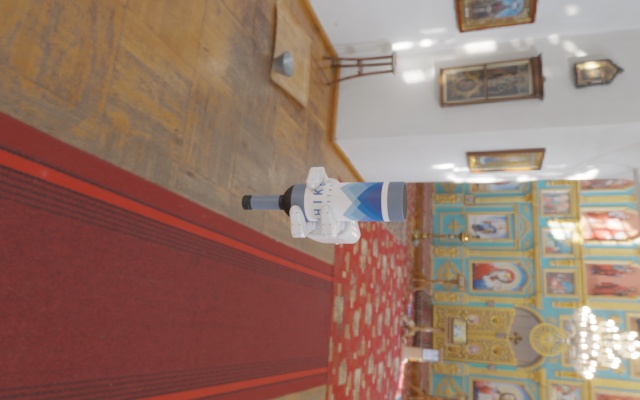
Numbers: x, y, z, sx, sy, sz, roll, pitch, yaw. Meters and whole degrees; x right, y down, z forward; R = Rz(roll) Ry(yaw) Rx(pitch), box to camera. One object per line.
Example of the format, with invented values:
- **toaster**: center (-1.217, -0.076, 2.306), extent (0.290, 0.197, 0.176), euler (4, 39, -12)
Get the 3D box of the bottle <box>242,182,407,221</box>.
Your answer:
- **bottle**: center (0.000, 0.003, 0.838), extent (0.296, 0.069, 0.069), euler (0, 0, 18)
